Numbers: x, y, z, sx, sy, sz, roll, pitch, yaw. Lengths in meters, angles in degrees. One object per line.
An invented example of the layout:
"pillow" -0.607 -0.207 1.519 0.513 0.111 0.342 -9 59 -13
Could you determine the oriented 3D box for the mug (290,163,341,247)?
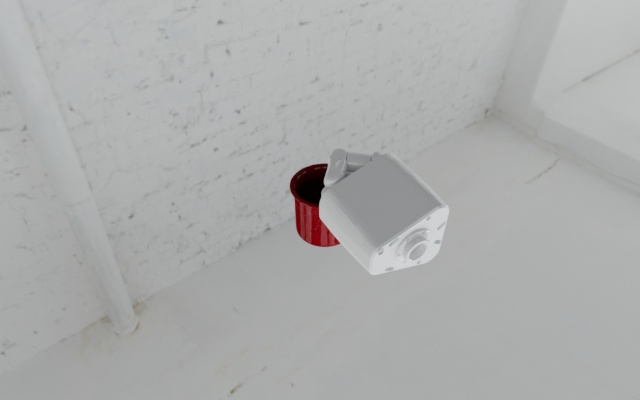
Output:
"mug" -0.001 0.002 0.660 0.093 0.082 0.117 -20 45 -22
